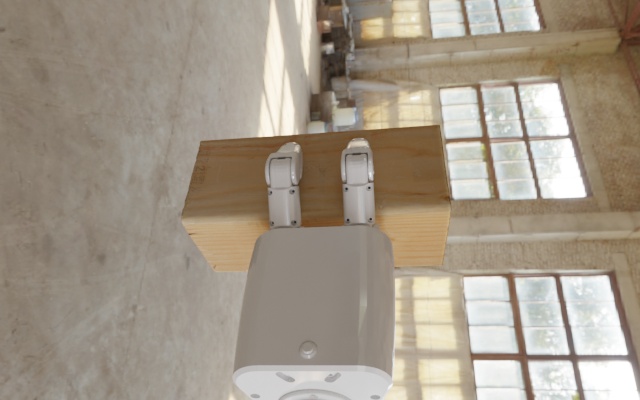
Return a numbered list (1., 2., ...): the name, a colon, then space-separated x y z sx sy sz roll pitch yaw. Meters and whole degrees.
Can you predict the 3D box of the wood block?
1. wood block: 0.000 0.002 0.417 0.206 0.090 0.091 -2 -36 7
